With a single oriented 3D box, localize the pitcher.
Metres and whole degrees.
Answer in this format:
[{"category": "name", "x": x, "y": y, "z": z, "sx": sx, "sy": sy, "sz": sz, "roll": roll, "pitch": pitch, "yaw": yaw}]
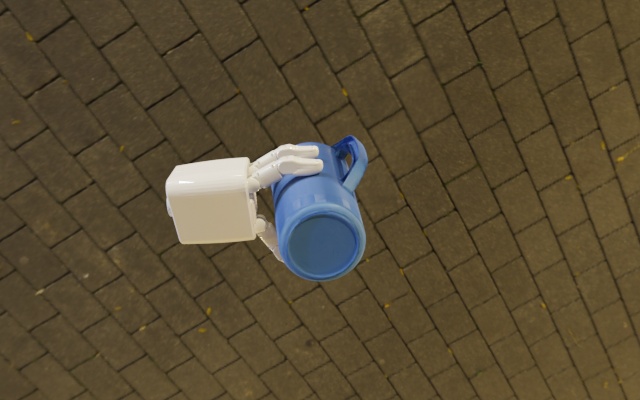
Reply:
[{"category": "pitcher", "x": 0.000, "y": 0.002, "z": 0.682, "sx": 0.145, "sy": 0.149, "sz": 0.242, "roll": -4, "pitch": 22, "yaw": -4}]
